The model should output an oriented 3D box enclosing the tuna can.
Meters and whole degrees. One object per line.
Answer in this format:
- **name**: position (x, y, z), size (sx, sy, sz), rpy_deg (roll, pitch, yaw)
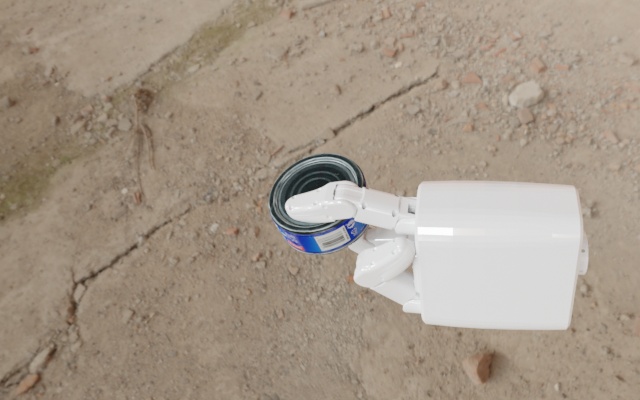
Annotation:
- **tuna can**: position (0.000, 0.001, 0.404), size (0.086, 0.086, 0.034), rpy_deg (0, -36, 22)
